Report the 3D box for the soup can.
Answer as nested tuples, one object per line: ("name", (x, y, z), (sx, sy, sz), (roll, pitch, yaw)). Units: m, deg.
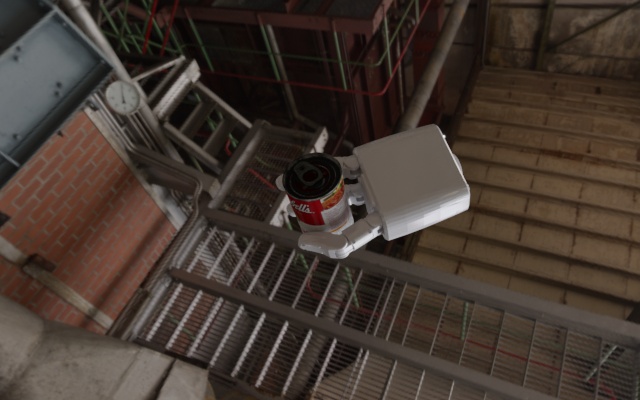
("soup can", (0.000, 0.002, 0.565), (0.068, 0.068, 0.102), (0, -36, 14))
